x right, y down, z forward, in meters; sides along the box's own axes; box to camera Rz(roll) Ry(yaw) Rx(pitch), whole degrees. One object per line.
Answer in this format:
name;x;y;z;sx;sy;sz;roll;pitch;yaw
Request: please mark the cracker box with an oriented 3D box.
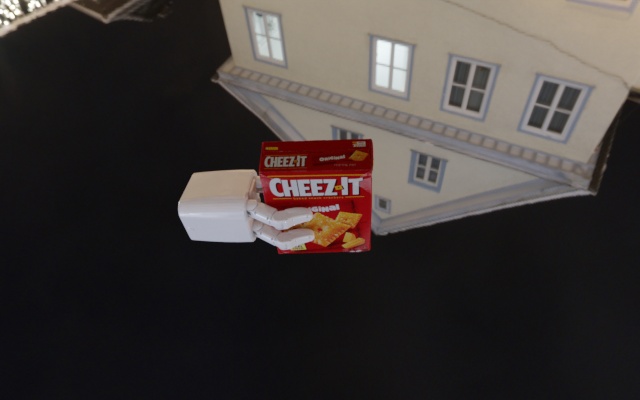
cracker box;0.000;0.002;0.762;0.164;0.072;0.214;-2;-38;3
